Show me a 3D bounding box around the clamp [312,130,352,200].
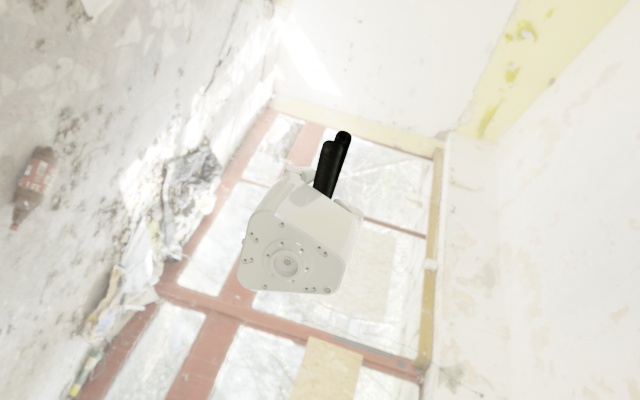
[{"bbox_3d":[0.001,0.003,0.649,0.036,0.210,0.164,19,21,5],"label":"clamp"}]
